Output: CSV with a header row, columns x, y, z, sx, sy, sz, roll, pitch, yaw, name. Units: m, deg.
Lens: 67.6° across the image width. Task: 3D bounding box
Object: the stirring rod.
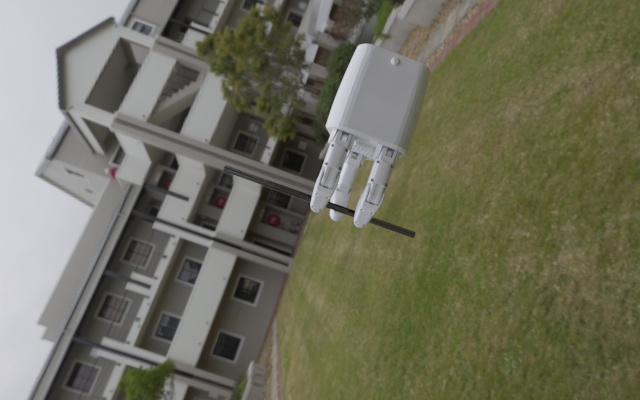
x,y,z,sx,sy,sz,roll,pitch,yaw,name
0.000,0.002,0.570,0.239,0.011,0.011,19,-1,-4,stirring rod
